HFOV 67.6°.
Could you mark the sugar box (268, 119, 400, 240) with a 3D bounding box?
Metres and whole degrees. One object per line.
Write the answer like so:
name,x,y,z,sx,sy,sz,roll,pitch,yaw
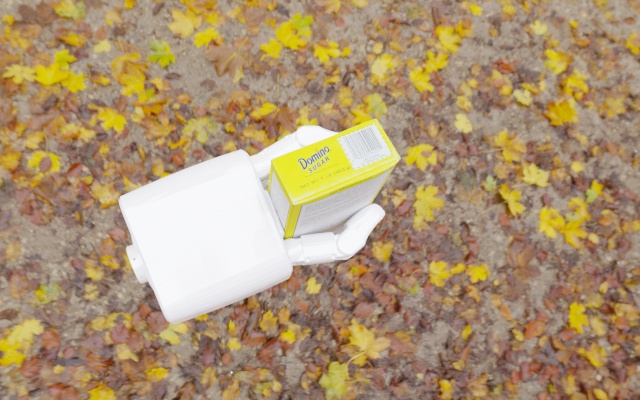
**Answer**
sugar box,0.000,0.001,0.428,0.093,0.048,0.176,-22,-14,-17
